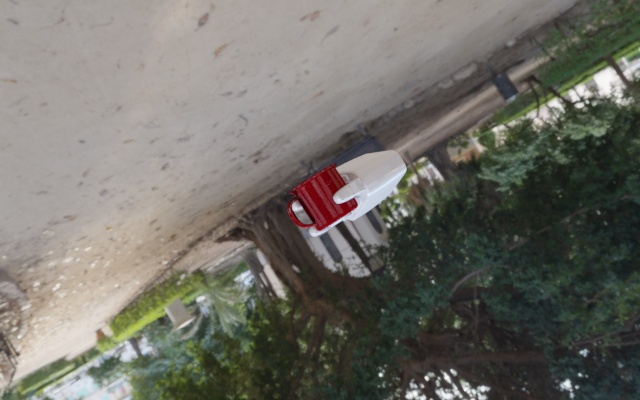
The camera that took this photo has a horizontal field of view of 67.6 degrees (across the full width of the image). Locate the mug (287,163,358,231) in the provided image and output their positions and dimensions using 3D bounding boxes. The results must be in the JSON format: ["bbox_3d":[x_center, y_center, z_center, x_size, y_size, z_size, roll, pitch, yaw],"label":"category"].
[{"bbox_3d":[-0.001,0.003,0.785,0.117,0.081,0.093,-32,-2,-29],"label":"mug"}]
